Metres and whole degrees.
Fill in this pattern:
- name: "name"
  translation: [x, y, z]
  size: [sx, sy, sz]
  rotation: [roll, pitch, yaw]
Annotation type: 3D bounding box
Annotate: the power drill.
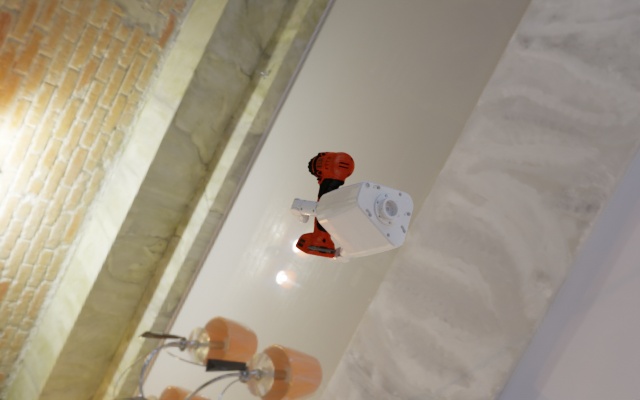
- name: "power drill"
  translation: [0.000, 0.003, 0.871]
  size: [0.057, 0.187, 0.184]
  rotation: [10, 0, -14]
